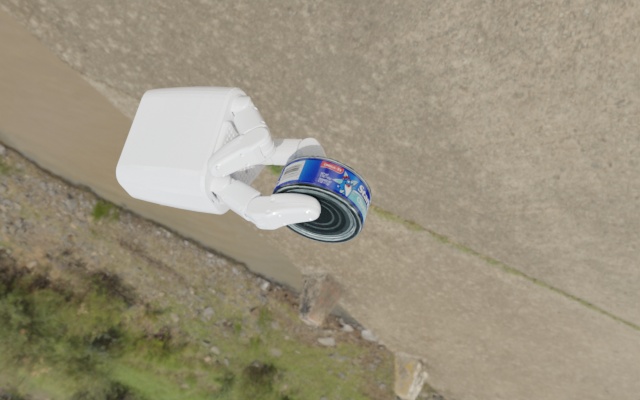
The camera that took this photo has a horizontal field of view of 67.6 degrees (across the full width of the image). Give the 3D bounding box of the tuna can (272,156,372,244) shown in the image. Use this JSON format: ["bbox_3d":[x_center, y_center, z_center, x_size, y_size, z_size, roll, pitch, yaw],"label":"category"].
[{"bbox_3d":[0.000,0.002,0.424,0.086,0.033,0.086,14,-35,10],"label":"tuna can"}]
